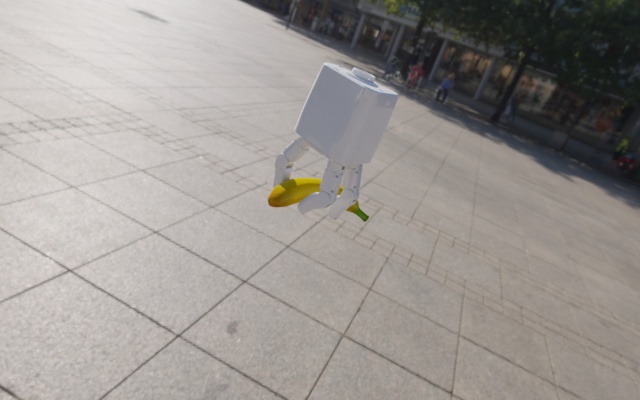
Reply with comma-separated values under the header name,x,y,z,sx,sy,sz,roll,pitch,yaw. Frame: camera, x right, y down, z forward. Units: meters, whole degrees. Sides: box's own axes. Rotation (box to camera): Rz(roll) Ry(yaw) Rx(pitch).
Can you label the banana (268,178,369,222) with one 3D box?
name,x,y,z,sx,sy,sz,roll,pitch,yaw
banana,-0.006,-0.008,0.737,0.198,0.037,0.069,8,30,-39
